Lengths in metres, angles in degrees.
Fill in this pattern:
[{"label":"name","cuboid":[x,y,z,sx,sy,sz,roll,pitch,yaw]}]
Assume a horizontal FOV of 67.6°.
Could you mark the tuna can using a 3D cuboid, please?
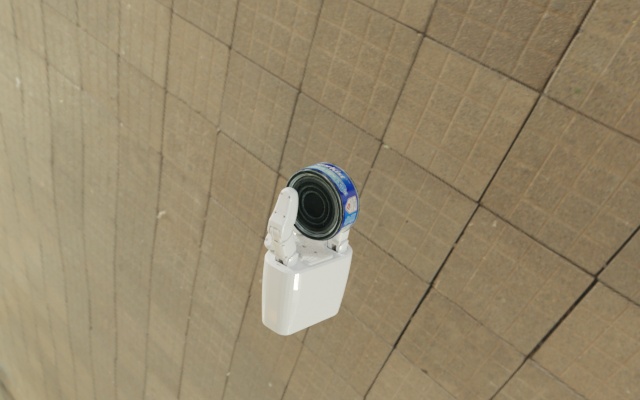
[{"label":"tuna can","cuboid":[0.000,0.002,0.540,0.086,0.086,0.033,0,15,39]}]
